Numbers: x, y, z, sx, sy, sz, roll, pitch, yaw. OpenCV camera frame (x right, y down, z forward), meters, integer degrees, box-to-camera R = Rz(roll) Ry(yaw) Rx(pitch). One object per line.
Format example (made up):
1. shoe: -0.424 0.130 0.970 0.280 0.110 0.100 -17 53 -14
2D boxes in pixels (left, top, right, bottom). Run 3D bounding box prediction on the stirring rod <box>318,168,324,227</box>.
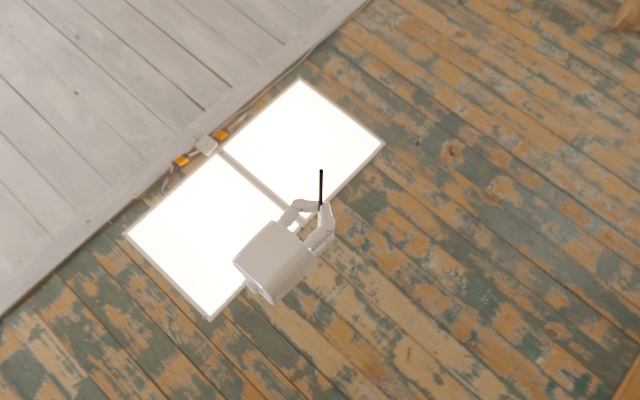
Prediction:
1. stirring rod: 0.000 0.003 0.856 0.011 0.011 0.240 0 -24 0
